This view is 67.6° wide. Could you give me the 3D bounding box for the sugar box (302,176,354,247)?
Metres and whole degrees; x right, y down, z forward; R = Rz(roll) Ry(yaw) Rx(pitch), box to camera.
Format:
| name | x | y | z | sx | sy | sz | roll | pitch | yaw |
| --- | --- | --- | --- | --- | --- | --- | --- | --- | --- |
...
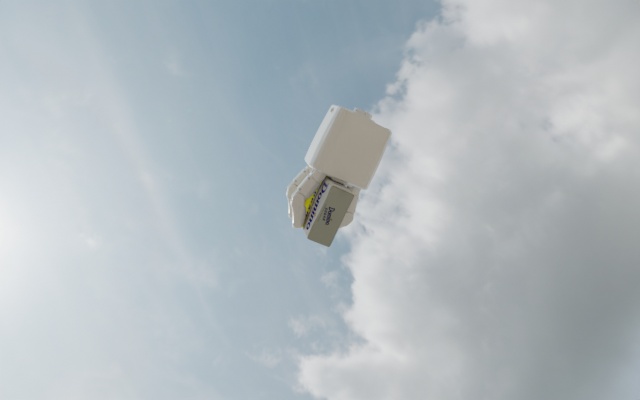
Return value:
| name | x | y | z | sx | sy | sz | roll | pitch | yaw |
| --- | --- | --- | --- | --- | --- | --- | --- | --- | --- |
| sugar box | 0.000 | 0.002 | 0.799 | 0.048 | 0.093 | 0.176 | 23 | 9 | -13 |
